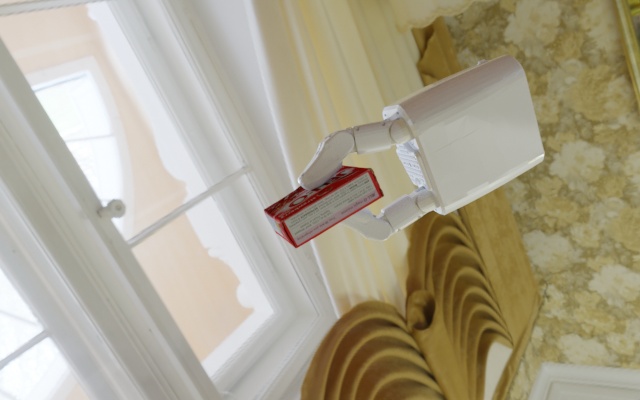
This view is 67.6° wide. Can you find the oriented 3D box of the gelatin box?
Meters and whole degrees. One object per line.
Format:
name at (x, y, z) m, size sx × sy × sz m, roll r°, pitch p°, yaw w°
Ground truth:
gelatin box at (0.000, 0.002, 0.416) m, size 0.089 × 0.030 × 0.073 m, roll -31°, pitch 14°, yaw -12°
